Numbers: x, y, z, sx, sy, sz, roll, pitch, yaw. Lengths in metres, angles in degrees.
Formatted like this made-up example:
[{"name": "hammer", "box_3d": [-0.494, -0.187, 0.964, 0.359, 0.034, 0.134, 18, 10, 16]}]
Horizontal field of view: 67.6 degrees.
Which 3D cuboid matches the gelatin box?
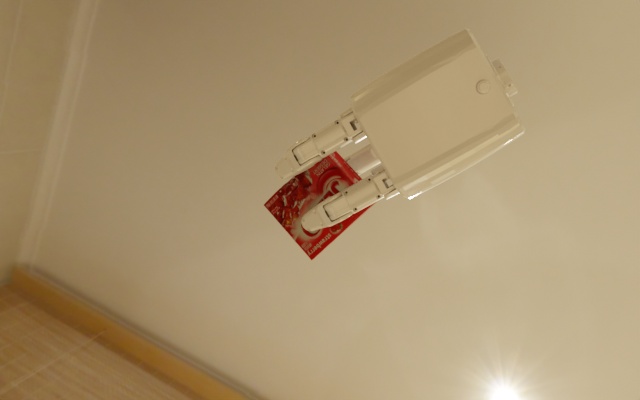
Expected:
[{"name": "gelatin box", "box_3d": [0.000, 0.002, 0.458, 0.089, 0.073, 0.030, -44, -5, 26]}]
